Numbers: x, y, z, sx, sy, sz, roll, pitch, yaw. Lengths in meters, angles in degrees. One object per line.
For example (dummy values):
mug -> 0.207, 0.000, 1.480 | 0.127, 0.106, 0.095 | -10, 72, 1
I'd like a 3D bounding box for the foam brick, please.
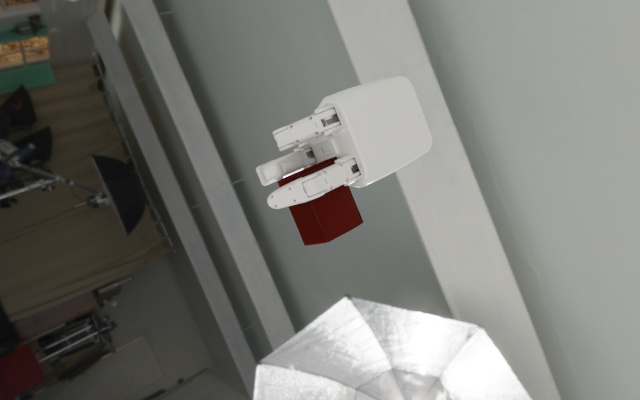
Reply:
foam brick -> 0.000, 0.002, 0.507 | 0.051, 0.078, 0.053 | -26, 7, -30
